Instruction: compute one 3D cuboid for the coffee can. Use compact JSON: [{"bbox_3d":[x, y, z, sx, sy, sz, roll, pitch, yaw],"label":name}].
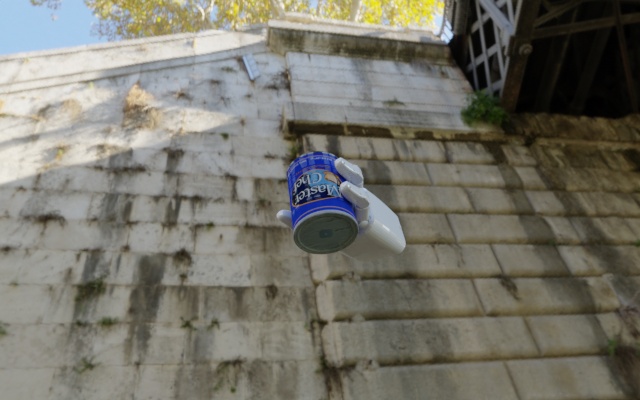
[{"bbox_3d":[0.000,0.003,0.788,0.103,0.140,0.103,-5,-42,-5],"label":"coffee can"}]
